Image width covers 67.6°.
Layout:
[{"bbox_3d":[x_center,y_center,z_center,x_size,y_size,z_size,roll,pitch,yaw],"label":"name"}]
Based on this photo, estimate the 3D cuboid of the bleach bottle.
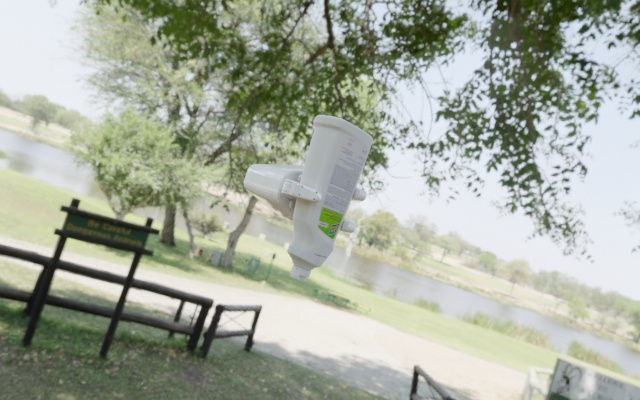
[{"bbox_3d":[0.000,0.002,0.746,0.068,0.251,0.102,17,-3,45],"label":"bleach bottle"}]
